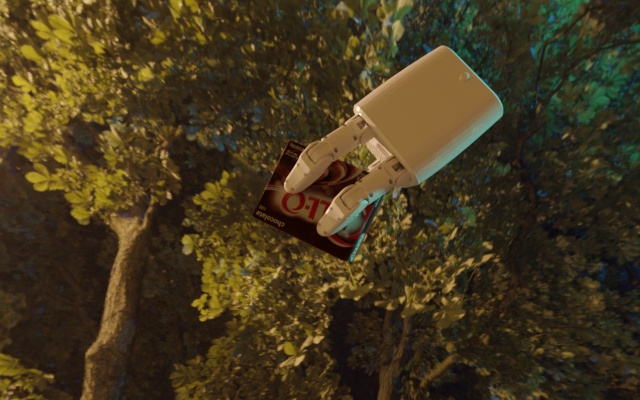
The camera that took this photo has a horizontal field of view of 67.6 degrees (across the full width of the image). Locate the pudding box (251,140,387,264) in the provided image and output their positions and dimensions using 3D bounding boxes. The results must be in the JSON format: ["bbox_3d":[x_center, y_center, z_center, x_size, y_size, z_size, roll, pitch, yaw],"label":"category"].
[{"bbox_3d":[0.000,0.002,0.489,0.113,0.090,0.039,24,-7,17],"label":"pudding box"}]
